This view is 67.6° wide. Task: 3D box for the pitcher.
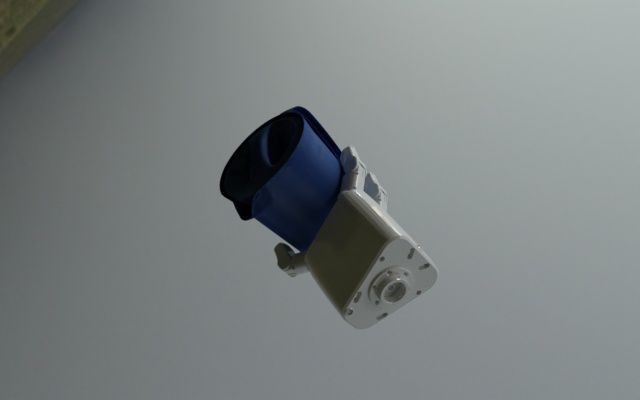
[{"bbox_3d":[0.000,0.002,0.633,0.243,0.149,0.145,44,2,-34],"label":"pitcher"}]
